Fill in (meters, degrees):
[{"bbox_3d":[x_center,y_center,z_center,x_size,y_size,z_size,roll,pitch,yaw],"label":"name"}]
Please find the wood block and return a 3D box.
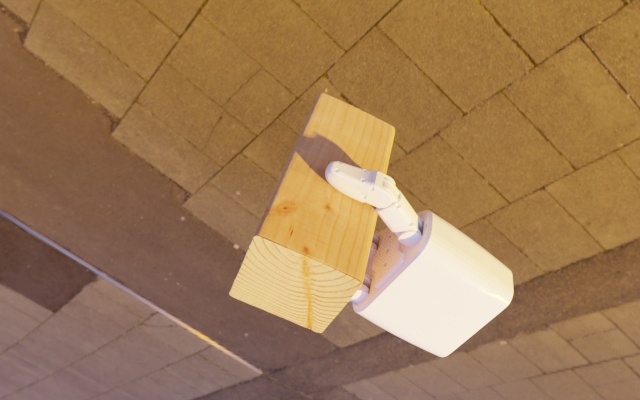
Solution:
[{"bbox_3d":[0.001,0.002,0.450,0.090,0.206,0.091,25,-46,-6],"label":"wood block"}]
